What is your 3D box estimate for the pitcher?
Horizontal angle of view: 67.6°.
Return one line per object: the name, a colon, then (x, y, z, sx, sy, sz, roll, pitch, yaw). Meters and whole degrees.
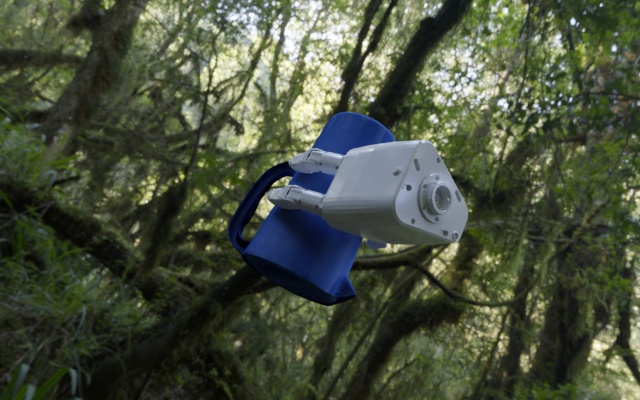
pitcher: (0.000, 0.002, 0.635, 0.149, 0.242, 0.145, 38, -23, -27)
